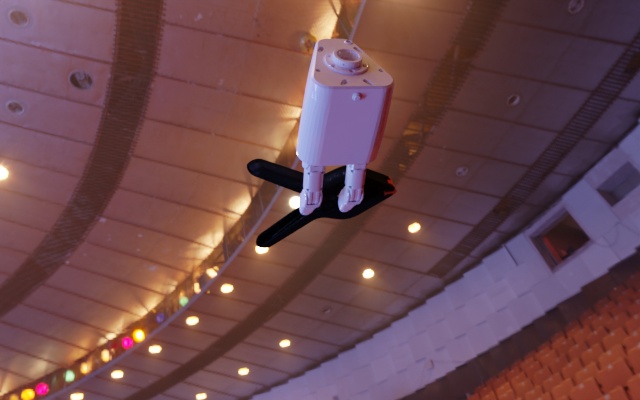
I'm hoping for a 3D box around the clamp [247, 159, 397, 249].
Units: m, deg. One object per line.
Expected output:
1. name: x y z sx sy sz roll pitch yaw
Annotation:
1. clamp: 0.000 0.001 0.666 0.210 0.036 0.165 -5 -42 -16
